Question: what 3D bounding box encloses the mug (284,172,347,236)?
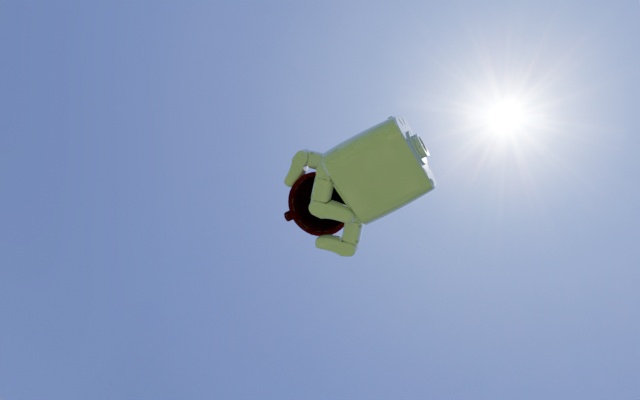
[{"bbox_3d":[-0.001,0.003,0.706,0.117,0.093,0.081,-26,3,22],"label":"mug"}]
